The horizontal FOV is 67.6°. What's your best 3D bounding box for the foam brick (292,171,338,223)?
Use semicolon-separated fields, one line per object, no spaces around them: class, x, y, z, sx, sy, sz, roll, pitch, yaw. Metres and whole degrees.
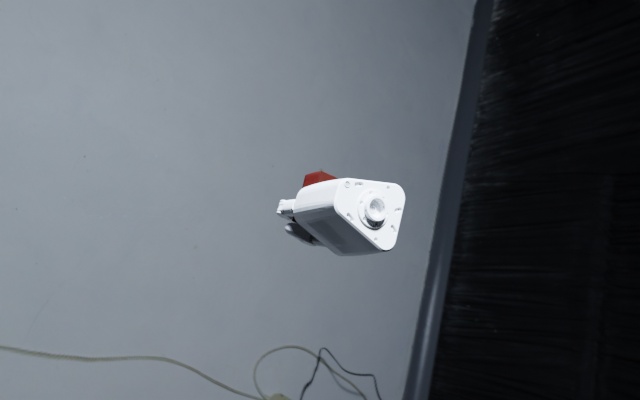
foam brick;0.000;0.002;0.715;0.053;0.078;0.051;23;-18;-26
